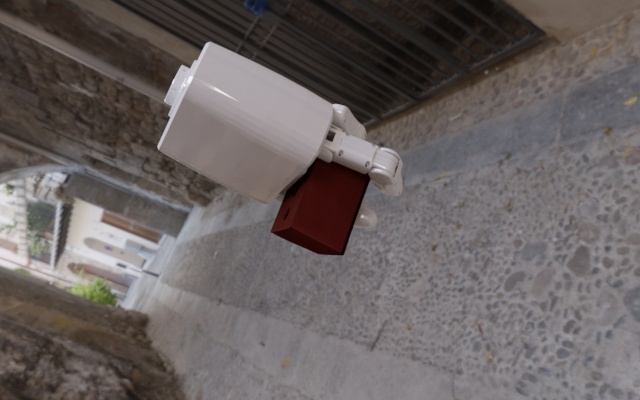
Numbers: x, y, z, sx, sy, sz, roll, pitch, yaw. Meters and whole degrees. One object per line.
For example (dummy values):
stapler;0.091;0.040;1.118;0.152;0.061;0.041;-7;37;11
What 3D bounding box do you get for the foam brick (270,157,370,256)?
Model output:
foam brick;0.000;0.002;0.402;0.051;0.078;0.053;26;-17;-19
